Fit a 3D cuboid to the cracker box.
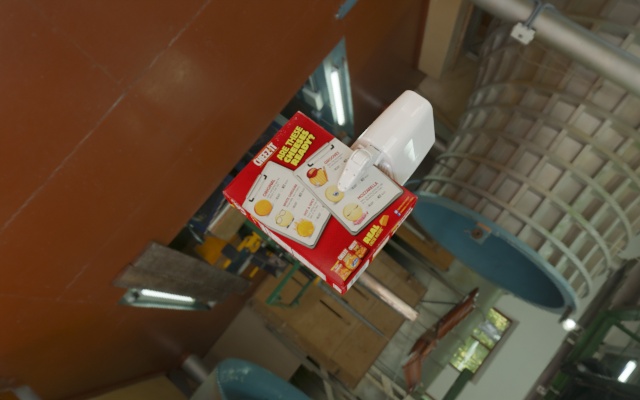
[{"bbox_3d":[0.000,0.002,0.674,0.213,0.164,0.072,37,-15,14],"label":"cracker box"}]
